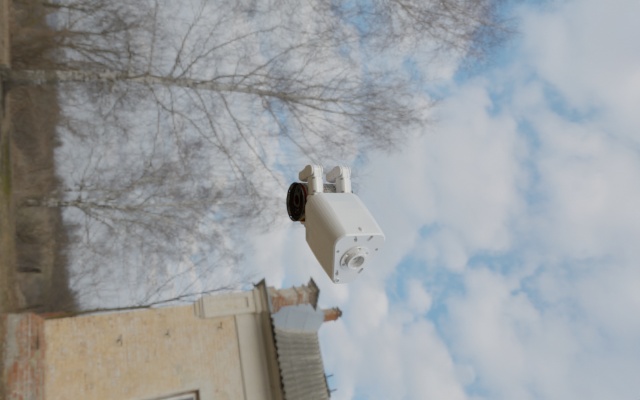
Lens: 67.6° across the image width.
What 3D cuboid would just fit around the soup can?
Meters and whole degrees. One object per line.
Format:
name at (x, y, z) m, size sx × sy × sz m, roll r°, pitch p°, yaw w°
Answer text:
soup can at (0.000, 0.003, 0.834) m, size 0.102 × 0.068 × 0.068 m, roll 0°, pitch 0°, yaw -29°
